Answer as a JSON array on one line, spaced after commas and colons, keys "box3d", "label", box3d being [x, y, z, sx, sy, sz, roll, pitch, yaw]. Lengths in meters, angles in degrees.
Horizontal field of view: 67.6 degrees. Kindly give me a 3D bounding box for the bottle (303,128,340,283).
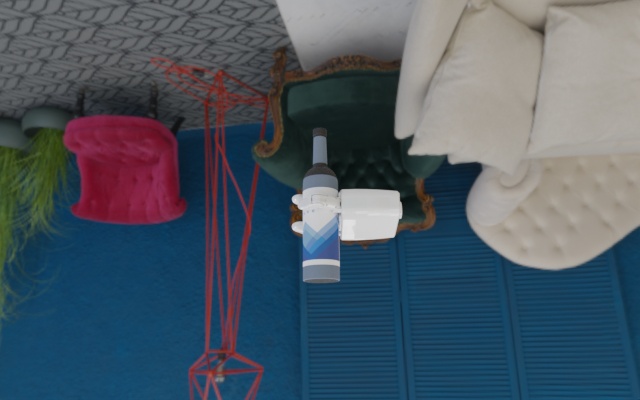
[{"box3d": [0.000, 0.003, 0.896, 0.069, 0.295, 0.069, -1, -17, 0], "label": "bottle"}]
